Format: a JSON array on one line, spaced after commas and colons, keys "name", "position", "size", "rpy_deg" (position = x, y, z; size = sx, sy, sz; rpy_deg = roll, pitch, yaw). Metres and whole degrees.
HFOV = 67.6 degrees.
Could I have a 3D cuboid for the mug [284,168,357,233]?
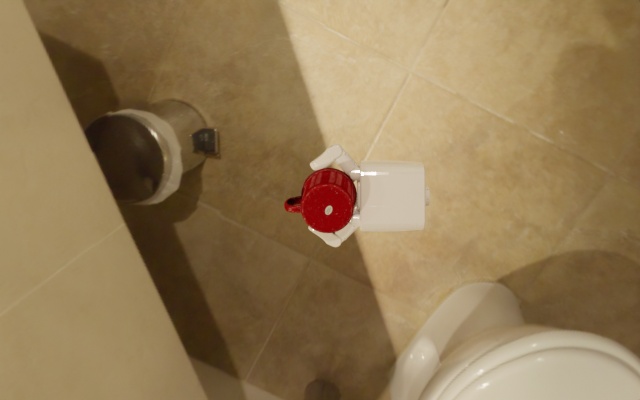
[{"name": "mug", "position": [-0.001, 0.003, 0.758], "size": [0.117, 0.093, 0.081], "rpy_deg": [-3, 16, 4]}]
